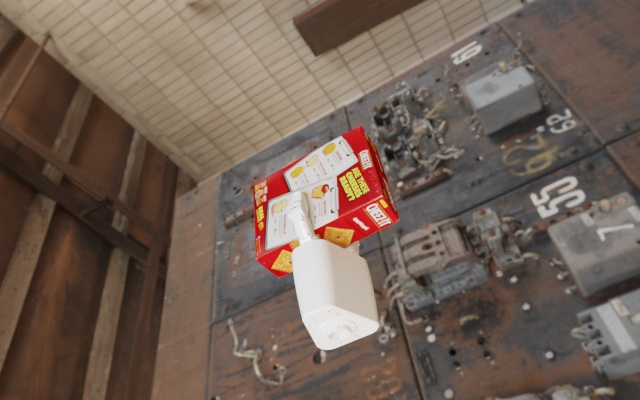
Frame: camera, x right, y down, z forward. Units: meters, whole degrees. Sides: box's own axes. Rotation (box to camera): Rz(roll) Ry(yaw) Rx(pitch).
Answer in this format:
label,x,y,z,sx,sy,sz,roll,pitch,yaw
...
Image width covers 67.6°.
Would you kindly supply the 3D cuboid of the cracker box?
label,x,y,z,sx,sy,sz,roll,pitch,yaw
cracker box,0.000,0.002,0.744,0.214,0.164,0.072,-27,-47,17
